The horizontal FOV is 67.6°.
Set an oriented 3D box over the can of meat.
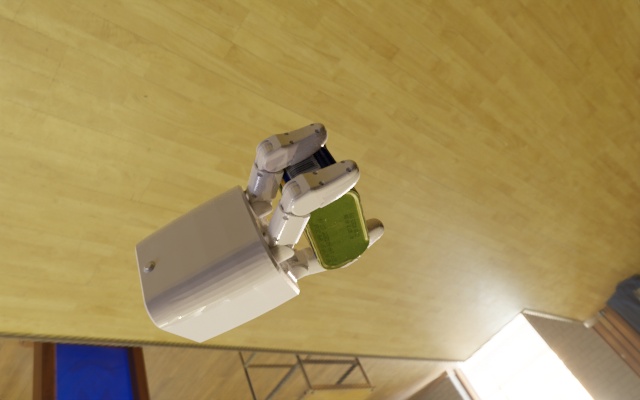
[{"bbox_3d":[0.000,0.002,0.432,0.057,0.102,0.084,-26,47,-5],"label":"can of meat"}]
